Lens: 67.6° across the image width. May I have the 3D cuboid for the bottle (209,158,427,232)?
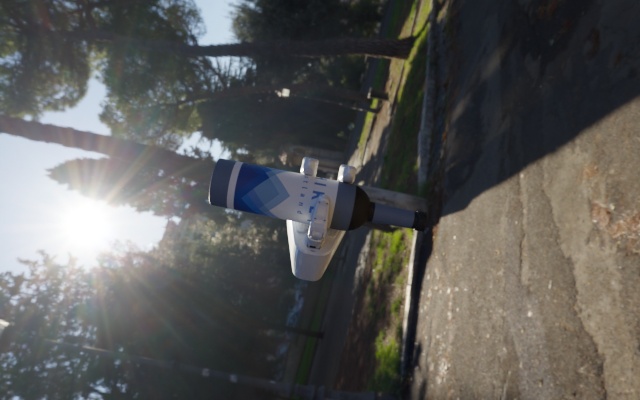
[{"bbox_3d":[0.000,0.002,0.661,0.296,0.069,0.069,11,0,-1],"label":"bottle"}]
